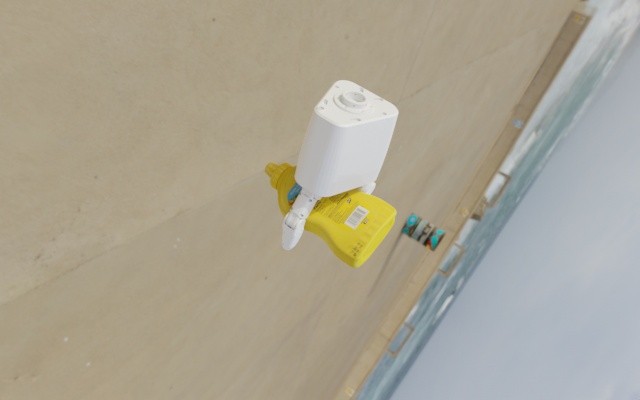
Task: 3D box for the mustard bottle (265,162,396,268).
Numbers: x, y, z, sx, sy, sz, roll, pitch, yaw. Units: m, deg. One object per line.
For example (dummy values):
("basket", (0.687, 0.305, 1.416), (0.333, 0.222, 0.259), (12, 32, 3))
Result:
("mustard bottle", (0.000, 0.002, 0.653), (0.191, 0.096, 0.058), (34, -23, 19))
